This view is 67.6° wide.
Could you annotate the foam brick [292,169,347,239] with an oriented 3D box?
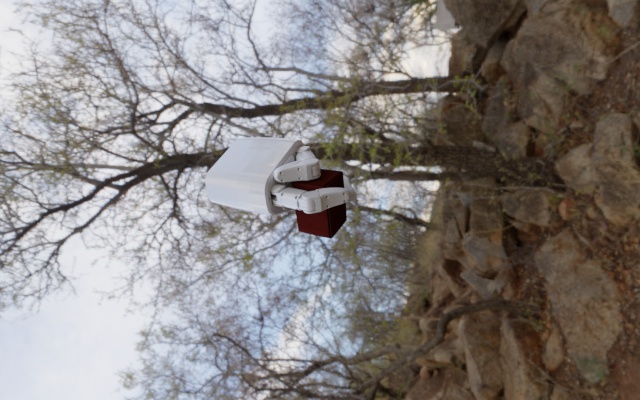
[{"bbox_3d":[0.000,0.002,0.642,0.051,0.078,0.053,8,29,27],"label":"foam brick"}]
